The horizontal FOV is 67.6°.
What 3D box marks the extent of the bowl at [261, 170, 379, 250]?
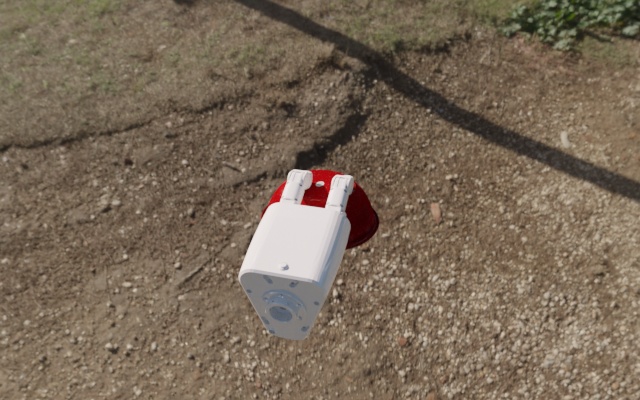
[{"bbox_3d":[0.000,0.001,0.641,0.162,0.055,0.162,1,29,-1],"label":"bowl"}]
